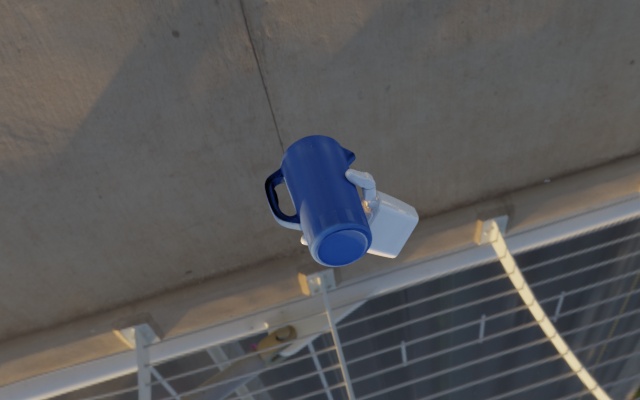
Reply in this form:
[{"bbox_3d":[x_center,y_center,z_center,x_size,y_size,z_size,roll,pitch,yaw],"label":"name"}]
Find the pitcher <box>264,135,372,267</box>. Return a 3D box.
[{"bbox_3d":[0.000,0.003,0.877,0.145,0.149,0.242,21,33,-31],"label":"pitcher"}]
